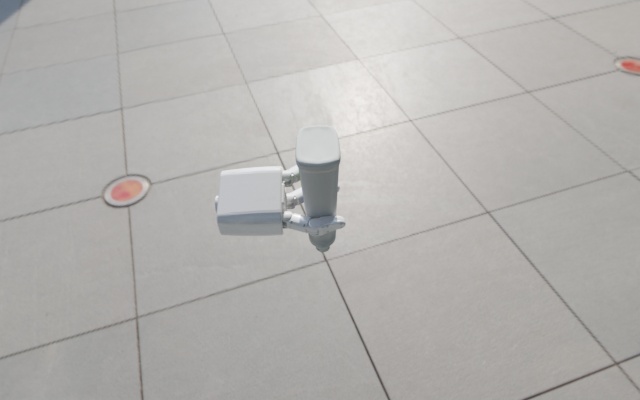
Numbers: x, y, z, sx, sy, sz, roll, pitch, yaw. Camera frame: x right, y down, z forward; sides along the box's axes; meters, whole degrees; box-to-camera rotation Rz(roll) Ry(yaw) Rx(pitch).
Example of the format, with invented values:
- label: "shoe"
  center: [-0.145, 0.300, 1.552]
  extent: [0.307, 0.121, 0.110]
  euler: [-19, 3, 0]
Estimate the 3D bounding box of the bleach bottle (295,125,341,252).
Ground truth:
- label: "bleach bottle"
  center: [0.000, 0.003, 0.802]
  extent: [0.068, 0.251, 0.102]
  euler: [-2, 44, 1]
